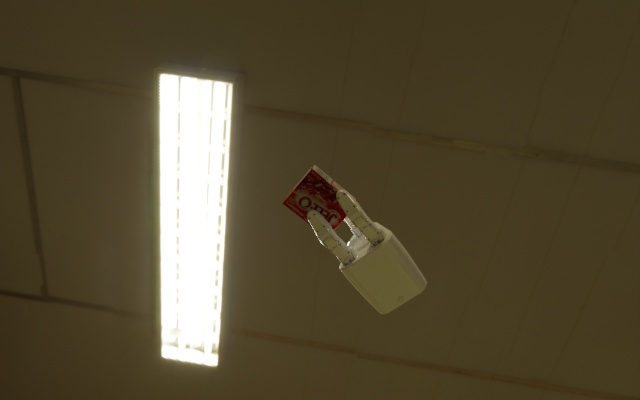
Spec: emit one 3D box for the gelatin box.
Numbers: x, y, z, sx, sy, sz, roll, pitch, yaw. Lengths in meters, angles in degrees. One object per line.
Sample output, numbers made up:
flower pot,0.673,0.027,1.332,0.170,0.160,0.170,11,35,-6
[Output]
gelatin box,0.000,0.002,0.727,0.089,0.073,0.030,39,19,-7
